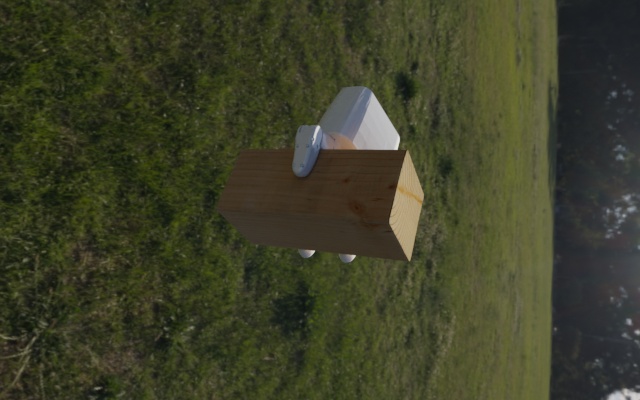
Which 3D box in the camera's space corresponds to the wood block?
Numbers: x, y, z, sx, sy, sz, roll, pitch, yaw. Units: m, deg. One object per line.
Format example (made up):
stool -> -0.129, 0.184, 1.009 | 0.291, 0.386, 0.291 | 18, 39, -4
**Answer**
wood block -> 0.000, 0.001, 0.545 | 0.206, 0.090, 0.091 | 3, -31, 27
